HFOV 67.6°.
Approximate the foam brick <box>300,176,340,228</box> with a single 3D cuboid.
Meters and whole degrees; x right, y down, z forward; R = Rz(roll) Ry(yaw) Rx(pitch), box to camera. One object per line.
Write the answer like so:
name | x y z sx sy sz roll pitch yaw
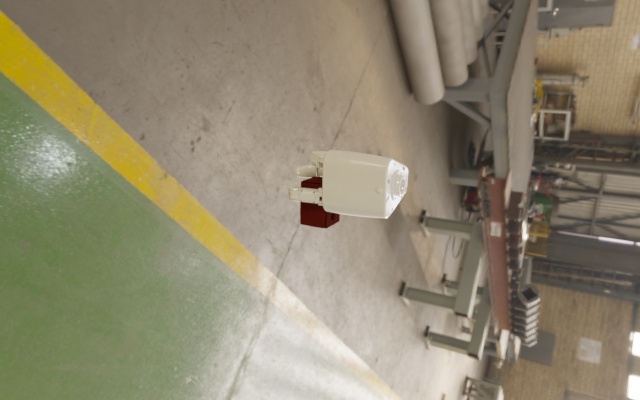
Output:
foam brick | 0.000 0.003 0.810 0.051 0.078 0.053 8 16 26
